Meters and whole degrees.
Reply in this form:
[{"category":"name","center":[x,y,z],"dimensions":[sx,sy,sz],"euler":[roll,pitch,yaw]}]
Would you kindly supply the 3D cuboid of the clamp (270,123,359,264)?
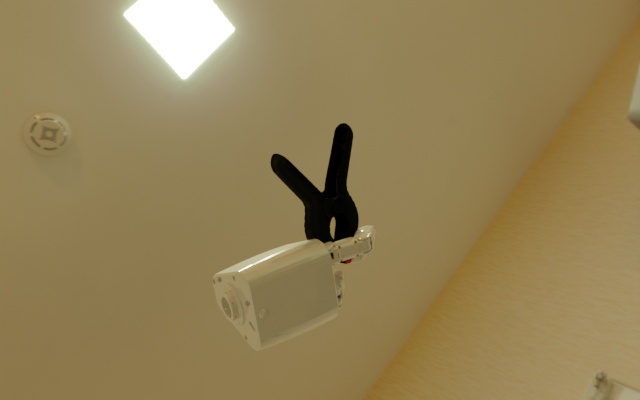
[{"category":"clamp","center":[0.000,0.002,0.568],"dimensions":[0.120,0.171,0.039],"euler":[-17,16,-33]}]
